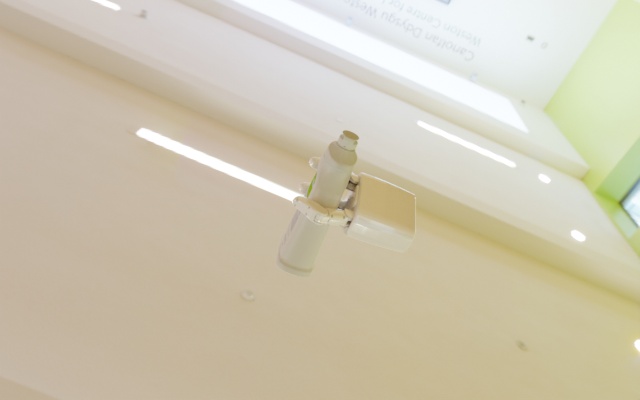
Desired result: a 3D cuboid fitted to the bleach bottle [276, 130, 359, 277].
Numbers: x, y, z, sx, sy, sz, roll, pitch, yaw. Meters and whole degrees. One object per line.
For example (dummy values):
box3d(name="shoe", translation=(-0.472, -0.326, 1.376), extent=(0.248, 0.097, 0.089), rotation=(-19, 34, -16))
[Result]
box3d(name="bleach bottle", translation=(0.000, 0.003, 0.785), extent=(0.068, 0.251, 0.102), rotation=(19, 31, -10))
